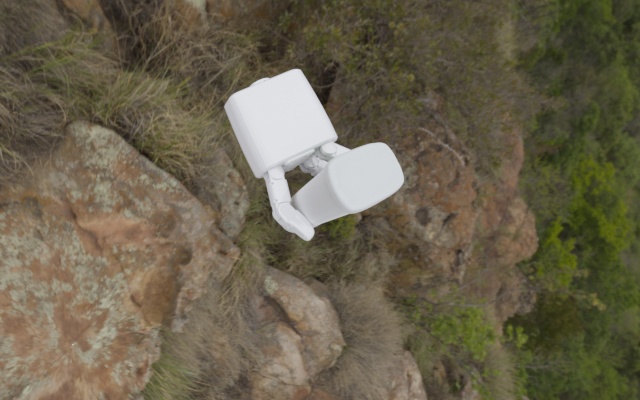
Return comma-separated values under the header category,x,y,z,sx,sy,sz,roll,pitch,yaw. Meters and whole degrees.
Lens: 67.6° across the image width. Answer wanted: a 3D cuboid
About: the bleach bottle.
category,x,y,z,sx,sy,sz,roll,pitch,yaw
bleach bottle,0.000,0.002,0.642,0.102,0.068,0.251,-25,-3,-31
